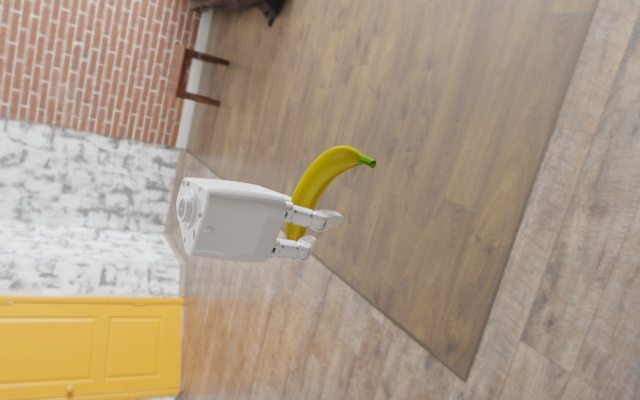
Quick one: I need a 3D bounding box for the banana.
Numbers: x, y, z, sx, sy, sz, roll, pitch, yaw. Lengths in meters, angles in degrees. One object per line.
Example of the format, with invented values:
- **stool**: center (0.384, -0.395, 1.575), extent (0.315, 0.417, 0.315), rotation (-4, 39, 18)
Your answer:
- **banana**: center (-0.004, -0.015, 0.673), extent (0.037, 0.069, 0.198), rotation (9, -43, -38)
